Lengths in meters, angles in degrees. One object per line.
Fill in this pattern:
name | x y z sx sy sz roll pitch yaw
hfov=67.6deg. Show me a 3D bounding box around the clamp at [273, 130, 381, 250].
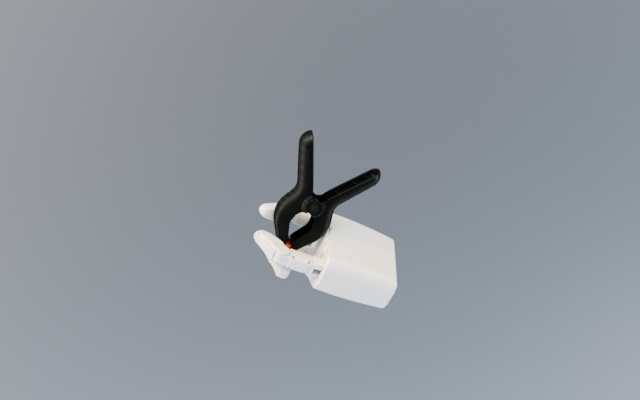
clamp | 0.000 0.002 0.634 0.120 0.171 0.039 21 22 -13
